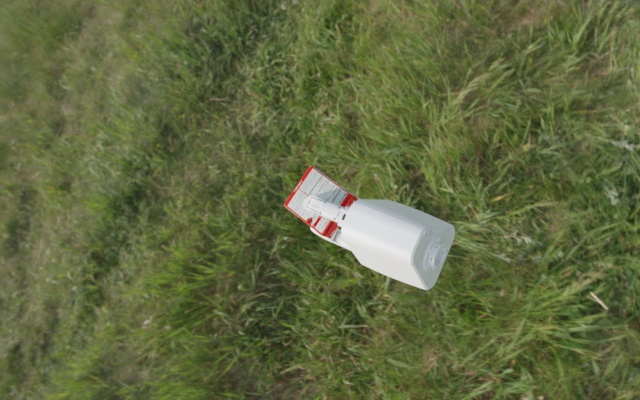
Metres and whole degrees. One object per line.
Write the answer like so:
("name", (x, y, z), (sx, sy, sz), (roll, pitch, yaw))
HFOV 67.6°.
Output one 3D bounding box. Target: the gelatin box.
("gelatin box", (0.000, 0.002, 0.703), (0.089, 0.073, 0.030), (37, 5, 32))
